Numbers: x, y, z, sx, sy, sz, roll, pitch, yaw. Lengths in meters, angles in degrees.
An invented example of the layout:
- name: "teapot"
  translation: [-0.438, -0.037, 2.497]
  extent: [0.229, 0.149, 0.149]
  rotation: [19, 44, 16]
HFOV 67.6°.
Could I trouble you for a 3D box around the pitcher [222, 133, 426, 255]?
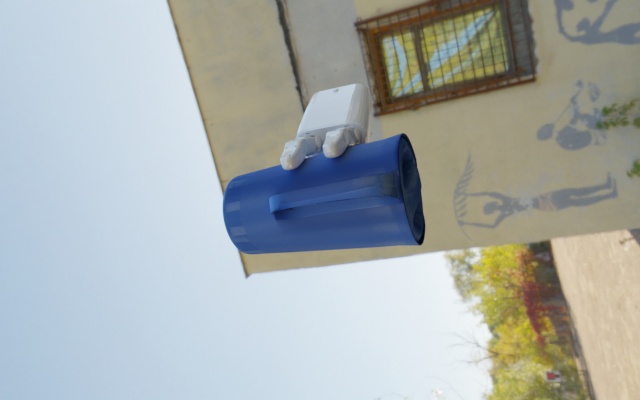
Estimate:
- name: "pitcher"
  translation: [0.000, 0.002, 0.592]
  extent: [0.243, 0.149, 0.145]
  rotation: [-9, 41, 21]
